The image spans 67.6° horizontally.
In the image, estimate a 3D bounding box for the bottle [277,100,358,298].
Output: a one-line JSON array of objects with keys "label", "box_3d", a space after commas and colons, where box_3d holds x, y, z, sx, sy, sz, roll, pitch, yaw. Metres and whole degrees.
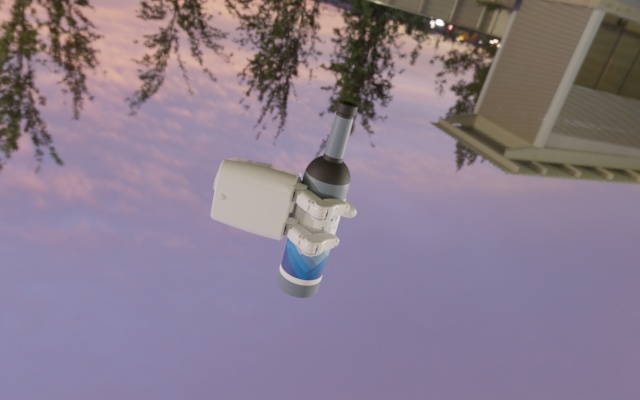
[{"label": "bottle", "box_3d": [0.000, 0.002, 0.684, 0.069, 0.296, 0.069, 13, 24, -6]}]
